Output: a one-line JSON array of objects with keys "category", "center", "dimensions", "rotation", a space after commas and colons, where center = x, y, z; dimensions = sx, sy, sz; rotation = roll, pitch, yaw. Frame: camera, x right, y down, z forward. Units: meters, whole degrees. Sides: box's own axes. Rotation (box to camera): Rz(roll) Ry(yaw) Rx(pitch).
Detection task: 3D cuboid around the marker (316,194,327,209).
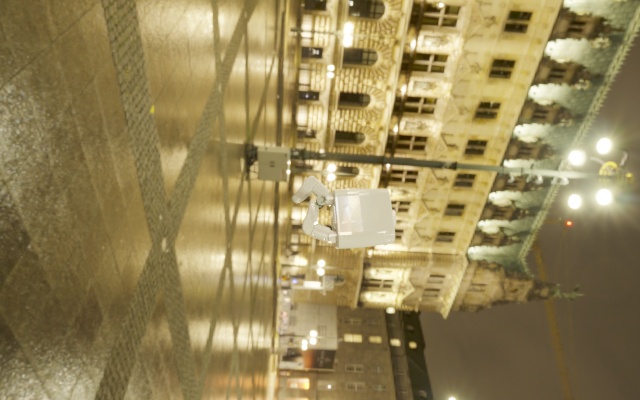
[{"category": "marker", "center": [0.000, 0.003, 0.882], "dimensions": [0.020, 0.020, 0.121], "rotation": [0, -5, -2]}]
